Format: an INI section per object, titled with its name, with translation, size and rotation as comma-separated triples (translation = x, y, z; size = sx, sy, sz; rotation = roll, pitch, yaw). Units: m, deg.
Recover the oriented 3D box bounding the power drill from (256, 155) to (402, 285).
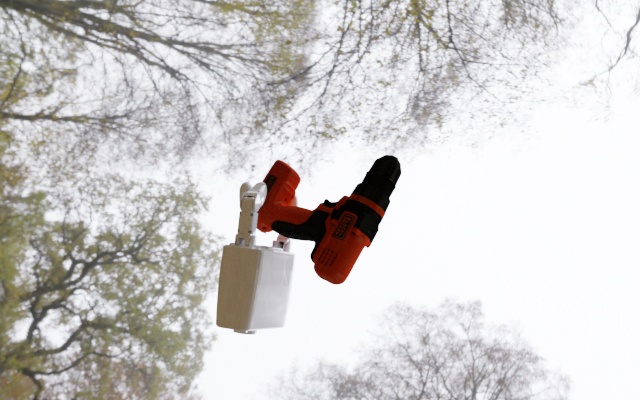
[power drill]
translation = 0.000, 0.002, 0.646
size = 0.187, 0.184, 0.057
rotation = 19, -18, 38
